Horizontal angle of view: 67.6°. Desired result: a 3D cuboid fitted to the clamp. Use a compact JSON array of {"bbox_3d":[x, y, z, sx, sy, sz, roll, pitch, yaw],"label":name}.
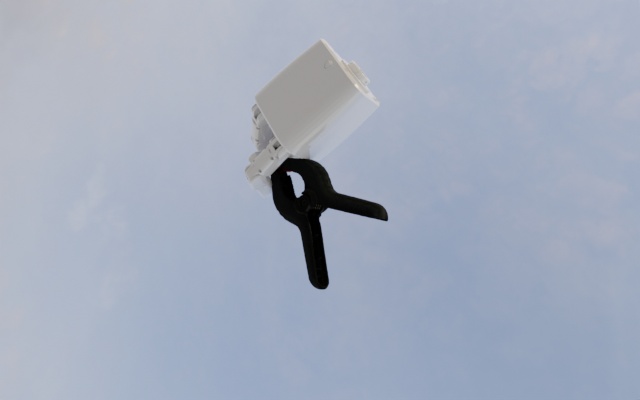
[{"bbox_3d":[0.000,0.002,0.552,0.120,0.171,0.039,-39,-26,17],"label":"clamp"}]
